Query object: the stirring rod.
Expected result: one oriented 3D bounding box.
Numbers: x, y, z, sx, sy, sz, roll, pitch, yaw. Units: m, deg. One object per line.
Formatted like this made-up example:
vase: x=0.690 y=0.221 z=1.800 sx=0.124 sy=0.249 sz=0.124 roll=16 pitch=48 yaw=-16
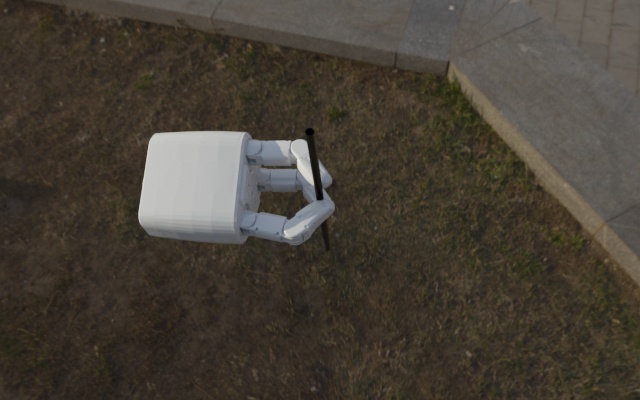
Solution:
stirring rod: x=0.000 y=0.002 z=0.505 sx=0.011 sy=0.011 sz=0.240 roll=0 pitch=-30 yaw=5
